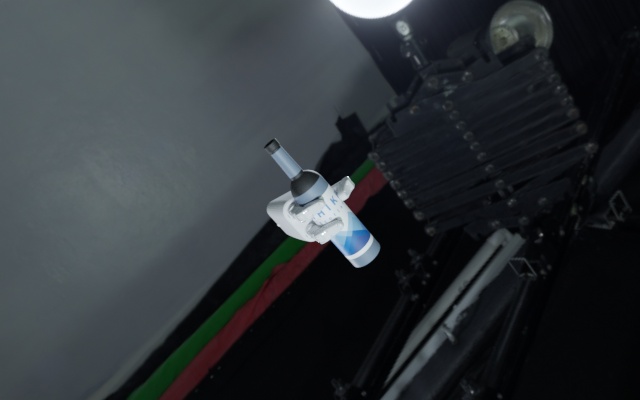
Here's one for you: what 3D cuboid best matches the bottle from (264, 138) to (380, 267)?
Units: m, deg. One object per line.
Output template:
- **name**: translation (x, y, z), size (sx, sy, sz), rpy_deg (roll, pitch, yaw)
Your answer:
- **bottle**: translation (0.000, 0.003, 0.898), size (0.069, 0.296, 0.069), rpy_deg (-36, 20, 15)
